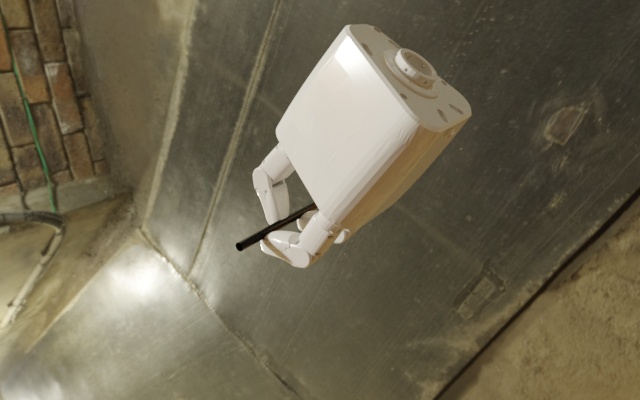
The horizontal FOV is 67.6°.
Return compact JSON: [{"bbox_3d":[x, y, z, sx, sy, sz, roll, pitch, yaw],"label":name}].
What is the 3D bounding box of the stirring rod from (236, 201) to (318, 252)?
[{"bbox_3d":[0.000,0.002,0.488,0.011,0.011,0.239,0,18,36],"label":"stirring rod"}]
